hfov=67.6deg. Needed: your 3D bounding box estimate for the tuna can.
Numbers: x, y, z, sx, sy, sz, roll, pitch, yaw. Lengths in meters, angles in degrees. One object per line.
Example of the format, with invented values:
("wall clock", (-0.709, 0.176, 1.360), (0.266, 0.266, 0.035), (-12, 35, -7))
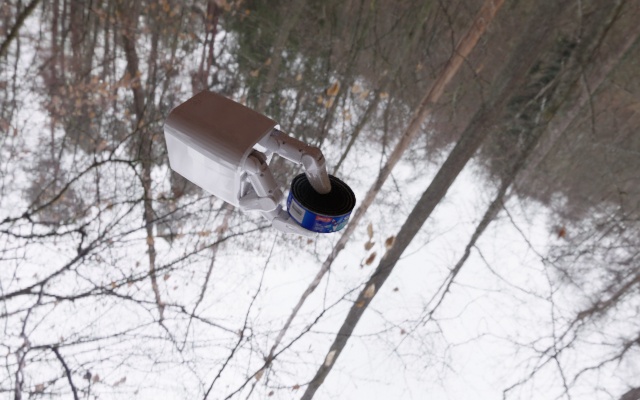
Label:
("tuna can", (0.000, 0.002, 0.608), (0.086, 0.034, 0.086), (12, 38, -9))
